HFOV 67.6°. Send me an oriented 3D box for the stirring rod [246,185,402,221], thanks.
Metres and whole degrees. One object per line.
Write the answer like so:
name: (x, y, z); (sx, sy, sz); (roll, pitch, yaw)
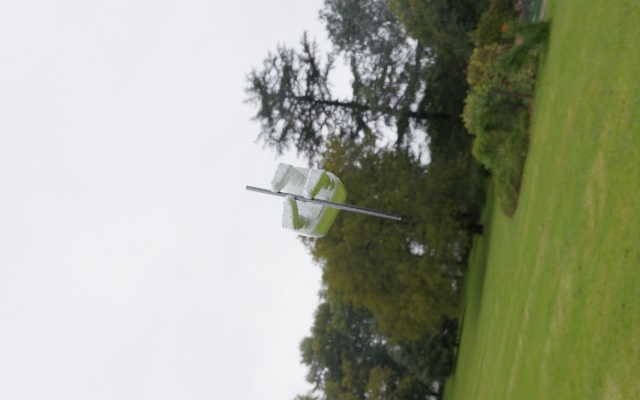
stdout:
stirring rod: (0.000, 0.002, 0.708); (0.239, 0.011, 0.011); (11, 3, 15)
